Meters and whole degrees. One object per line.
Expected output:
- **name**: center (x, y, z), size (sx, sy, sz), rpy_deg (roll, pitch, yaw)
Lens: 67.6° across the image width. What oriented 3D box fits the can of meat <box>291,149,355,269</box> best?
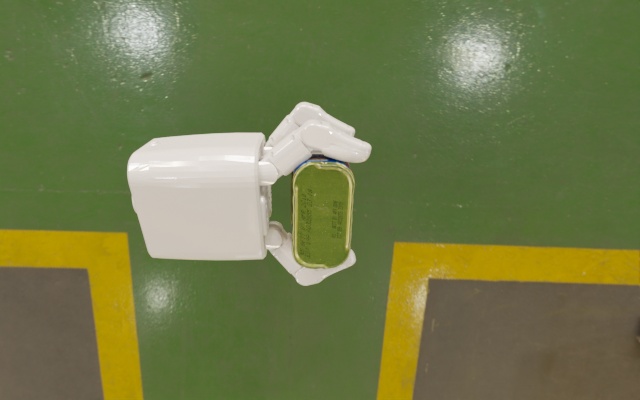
- **can of meat**: center (0.000, 0.002, 0.439), size (0.057, 0.102, 0.084), rpy_deg (1, 20, -2)
